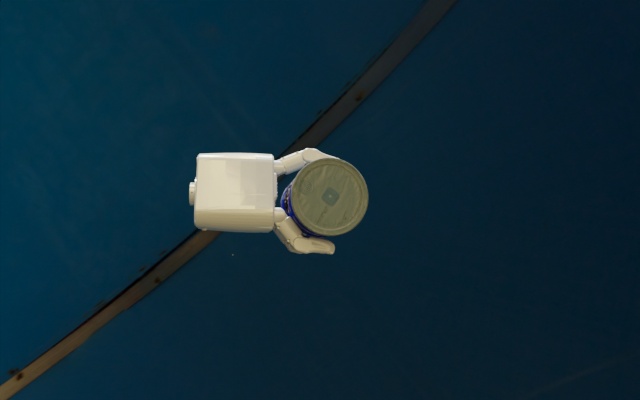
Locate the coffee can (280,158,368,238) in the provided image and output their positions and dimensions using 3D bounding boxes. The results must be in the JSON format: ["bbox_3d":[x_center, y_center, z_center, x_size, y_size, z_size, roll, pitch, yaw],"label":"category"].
[{"bbox_3d":[0.000,0.002,0.685,0.103,0.103,0.140,0,-6,-11],"label":"coffee can"}]
